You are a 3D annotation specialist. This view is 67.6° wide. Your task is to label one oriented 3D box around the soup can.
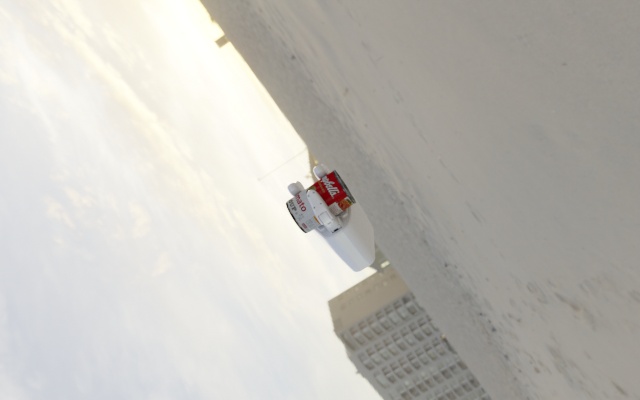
[{"bbox_3d":[0.000,0.003,0.819,0.102,0.068,0.068,-33,-5,7],"label":"soup can"}]
